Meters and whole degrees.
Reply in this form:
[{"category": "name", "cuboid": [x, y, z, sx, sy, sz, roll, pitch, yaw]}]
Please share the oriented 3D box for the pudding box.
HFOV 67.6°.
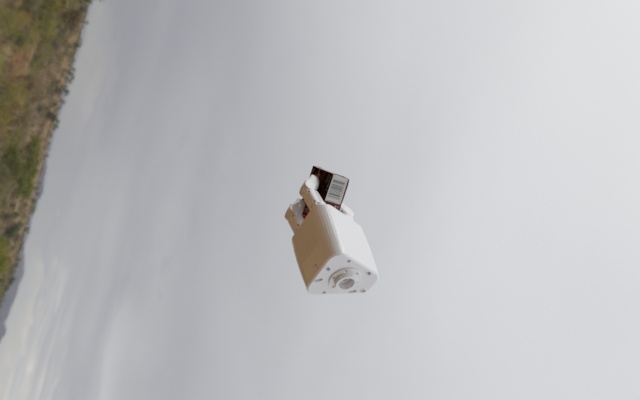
[{"category": "pudding box", "cuboid": [0.000, 0.003, 0.830, 0.039, 0.113, 0.090, 18, 5, -27]}]
